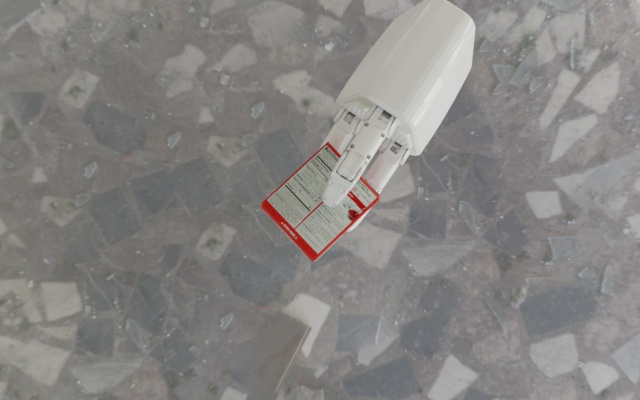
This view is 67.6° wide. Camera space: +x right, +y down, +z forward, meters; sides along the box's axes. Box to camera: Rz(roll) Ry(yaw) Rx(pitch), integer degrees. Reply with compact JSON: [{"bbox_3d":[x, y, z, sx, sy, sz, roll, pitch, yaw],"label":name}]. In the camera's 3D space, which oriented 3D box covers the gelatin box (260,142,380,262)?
[{"bbox_3d":[0.000,0.002,0.450,0.089,0.073,0.030,-43,-2,-6],"label":"gelatin box"}]
